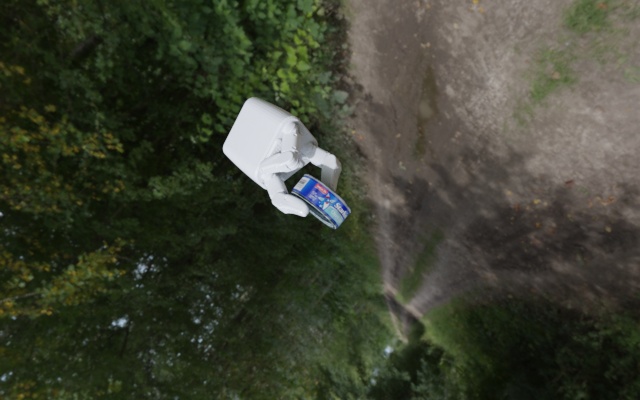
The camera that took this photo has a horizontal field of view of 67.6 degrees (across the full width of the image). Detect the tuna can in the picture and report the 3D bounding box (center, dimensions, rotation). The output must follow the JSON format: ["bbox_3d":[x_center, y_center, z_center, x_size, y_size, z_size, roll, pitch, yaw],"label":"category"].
[{"bbox_3d":[0.000,0.003,0.680,0.086,0.033,0.086,38,-9,7],"label":"tuna can"}]
